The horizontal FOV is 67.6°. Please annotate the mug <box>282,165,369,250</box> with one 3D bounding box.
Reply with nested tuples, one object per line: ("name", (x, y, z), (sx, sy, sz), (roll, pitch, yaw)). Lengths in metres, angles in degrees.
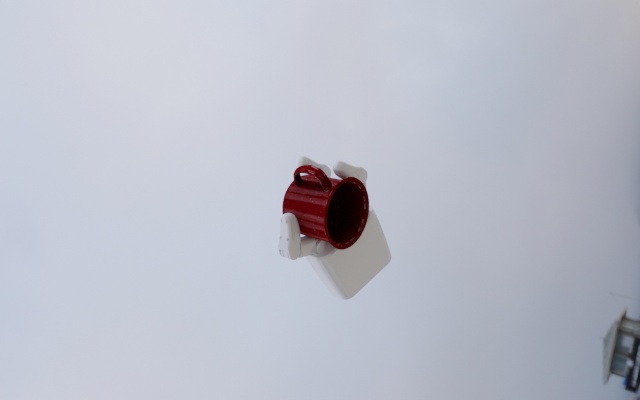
("mug", (-0.001, 0.001, 0.618), (0.081, 0.117, 0.093), (11, 52, 39))
